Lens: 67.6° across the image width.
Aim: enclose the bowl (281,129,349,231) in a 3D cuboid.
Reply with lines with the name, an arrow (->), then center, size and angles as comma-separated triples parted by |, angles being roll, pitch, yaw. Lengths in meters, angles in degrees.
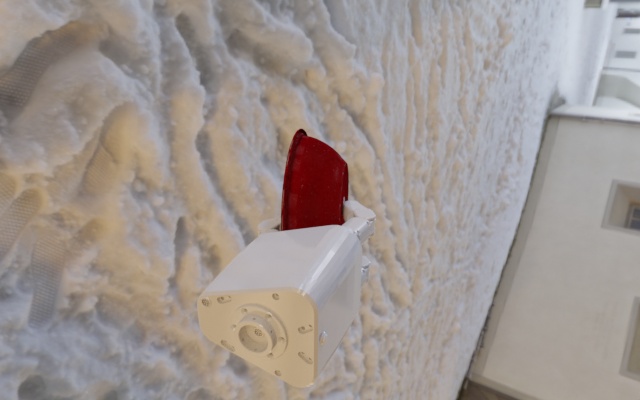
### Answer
bowl -> 0.001, 0.001, 0.536 | 0.055, 0.162, 0.162 | 3, 0, 8
